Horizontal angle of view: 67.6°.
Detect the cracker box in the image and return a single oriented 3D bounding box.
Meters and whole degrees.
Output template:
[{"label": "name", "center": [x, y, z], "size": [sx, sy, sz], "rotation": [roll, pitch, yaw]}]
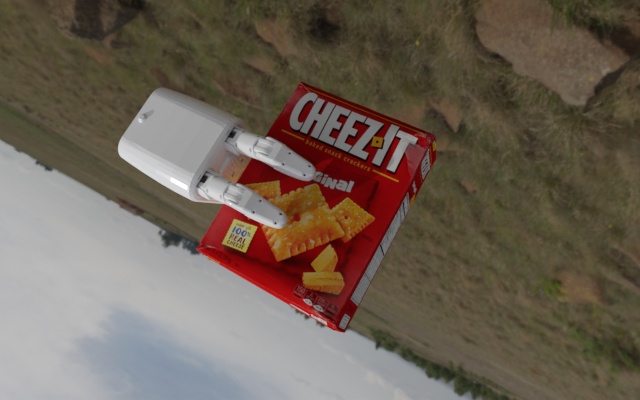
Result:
[{"label": "cracker box", "center": [0.000, 0.002, 0.498], "size": [0.164, 0.213, 0.072], "rotation": [26, -12, 18]}]
